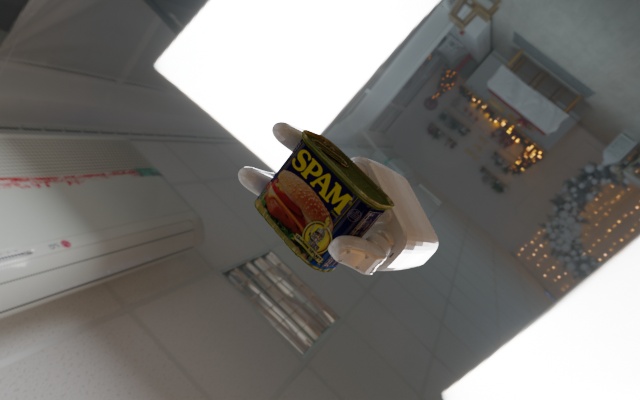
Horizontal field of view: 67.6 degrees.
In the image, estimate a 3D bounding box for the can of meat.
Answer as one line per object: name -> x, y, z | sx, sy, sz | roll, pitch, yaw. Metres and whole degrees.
can of meat -> 0.000, 0.002, 0.430 | 0.102, 0.084, 0.057 | 47, 19, 24
